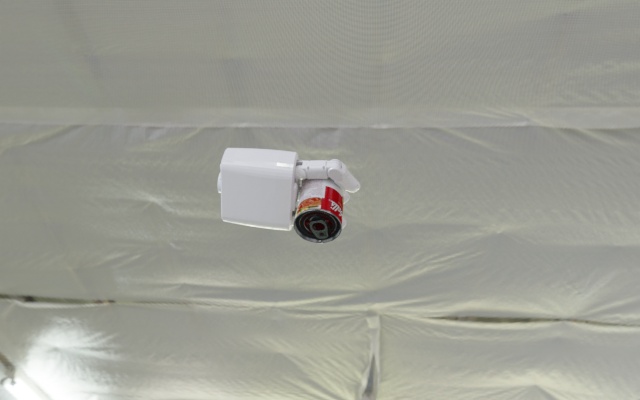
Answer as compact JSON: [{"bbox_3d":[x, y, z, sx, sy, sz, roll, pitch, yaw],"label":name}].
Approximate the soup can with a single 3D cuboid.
[{"bbox_3d":[0.001,0.002,0.699,0.068,0.069,0.102,0,44,7],"label":"soup can"}]
